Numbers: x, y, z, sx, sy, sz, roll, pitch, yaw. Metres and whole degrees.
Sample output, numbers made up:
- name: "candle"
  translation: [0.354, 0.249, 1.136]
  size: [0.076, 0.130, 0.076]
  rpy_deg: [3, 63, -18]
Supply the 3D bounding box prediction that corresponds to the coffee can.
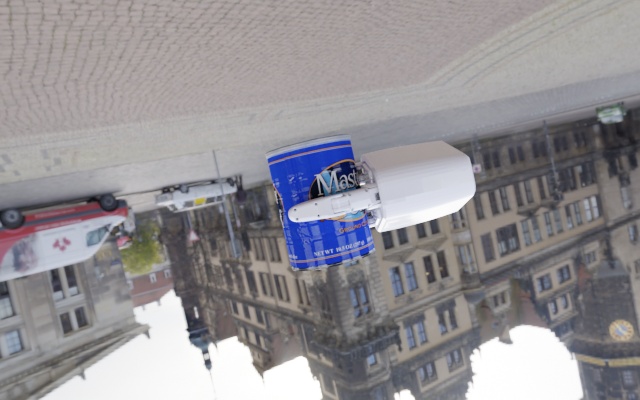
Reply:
- name: "coffee can"
  translation: [0.000, 0.002, 0.566]
  size: [0.103, 0.140, 0.103]
  rpy_deg: [-13, 2, 0]
